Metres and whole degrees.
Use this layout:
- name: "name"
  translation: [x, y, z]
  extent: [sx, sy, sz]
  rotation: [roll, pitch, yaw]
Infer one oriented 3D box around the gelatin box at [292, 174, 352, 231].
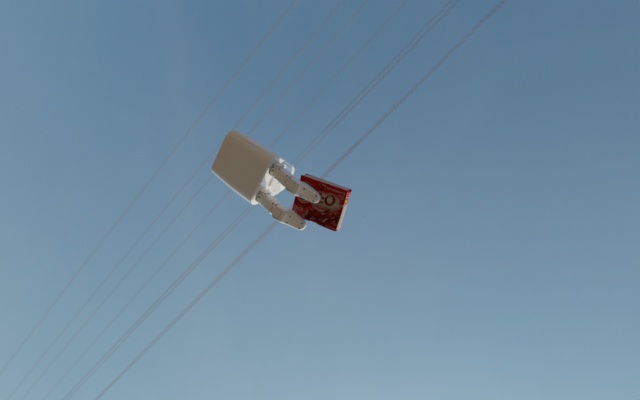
- name: "gelatin box"
  translation: [0.001, 0.003, 0.809]
  extent: [0.089, 0.073, 0.030]
  rotation: [20, 13, 17]
